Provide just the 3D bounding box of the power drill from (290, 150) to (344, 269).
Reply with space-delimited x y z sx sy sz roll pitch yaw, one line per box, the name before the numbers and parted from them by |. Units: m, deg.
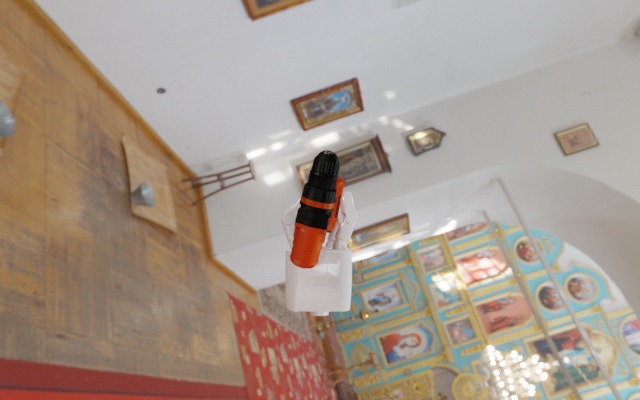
power drill | 0.000 0.003 0.789 0.057 0.184 0.187 16 12 6
